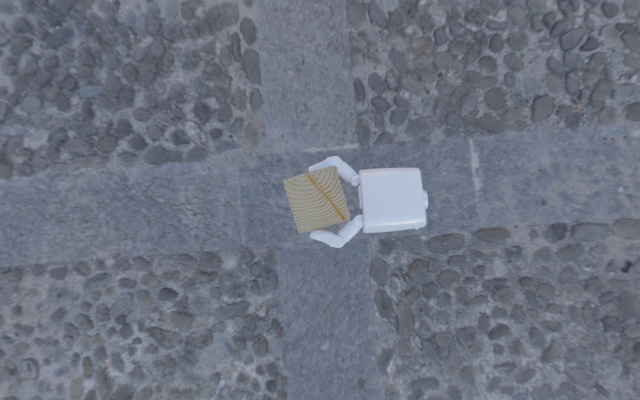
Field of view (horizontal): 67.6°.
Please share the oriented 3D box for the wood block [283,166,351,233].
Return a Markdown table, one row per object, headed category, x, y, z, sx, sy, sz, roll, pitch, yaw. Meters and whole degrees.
| category | x | y | z | sx | sy | sz | roll | pitch | yaw |
| --- | --- | --- | --- | --- | --- | --- | --- | --- | --- |
| wood block | 0.000 | 0.002 | 0.853 | 0.090 | 0.091 | 0.206 | -16 | -4 | 2 |
